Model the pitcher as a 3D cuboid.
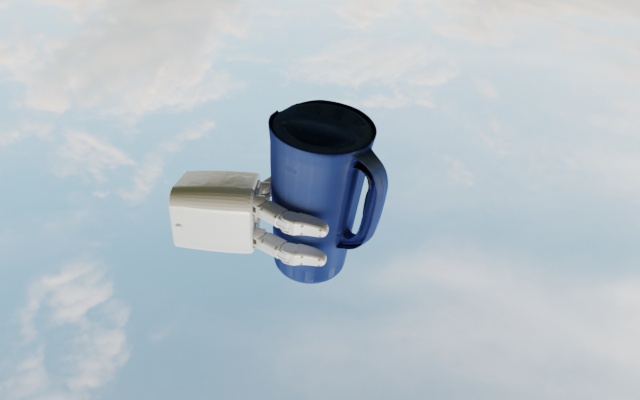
[{"bbox_3d":[0.000,0.002,0.646,0.145,0.243,0.149,3,38,-3],"label":"pitcher"}]
